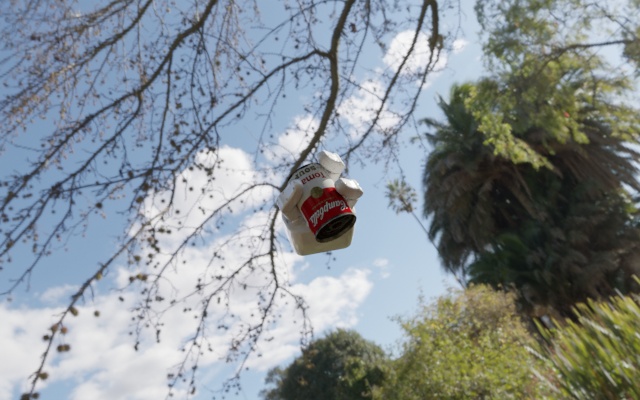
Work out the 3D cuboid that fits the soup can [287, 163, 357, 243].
[{"bbox_3d":[0.000,0.002,0.712,0.068,0.102,0.068,-24,-28,-13],"label":"soup can"}]
